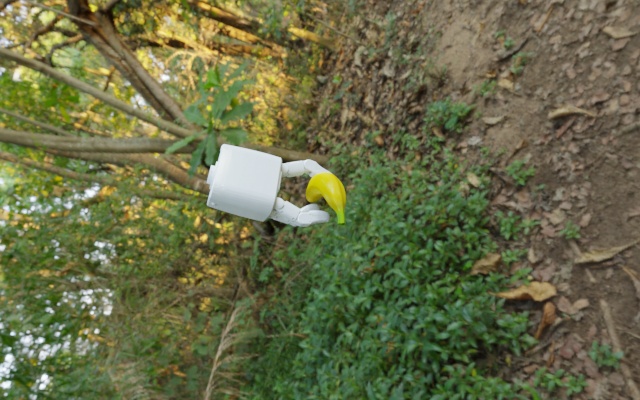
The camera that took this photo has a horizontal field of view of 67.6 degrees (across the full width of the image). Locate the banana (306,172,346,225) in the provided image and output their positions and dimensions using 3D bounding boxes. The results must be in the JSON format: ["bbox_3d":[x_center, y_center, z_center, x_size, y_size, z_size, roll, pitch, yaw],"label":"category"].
[{"bbox_3d":[0.005,-0.015,0.807,0.037,0.069,0.197,11,8,-16],"label":"banana"}]
